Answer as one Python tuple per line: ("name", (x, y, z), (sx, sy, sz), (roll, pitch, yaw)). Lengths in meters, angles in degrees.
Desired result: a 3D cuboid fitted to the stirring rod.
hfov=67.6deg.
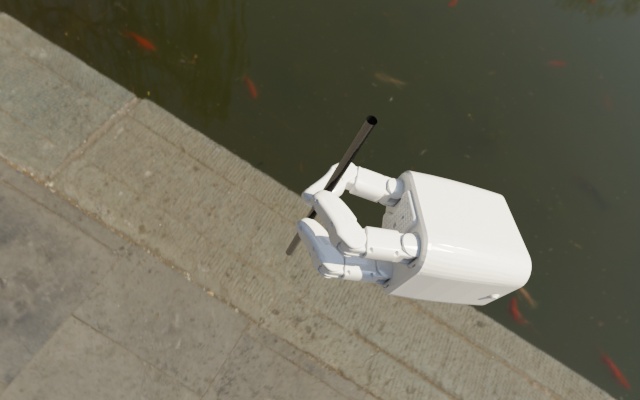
("stirring rod", (0.000, 0.001, 0.421), (0.011, 0.011, 0.240), (0, -27, -19))
